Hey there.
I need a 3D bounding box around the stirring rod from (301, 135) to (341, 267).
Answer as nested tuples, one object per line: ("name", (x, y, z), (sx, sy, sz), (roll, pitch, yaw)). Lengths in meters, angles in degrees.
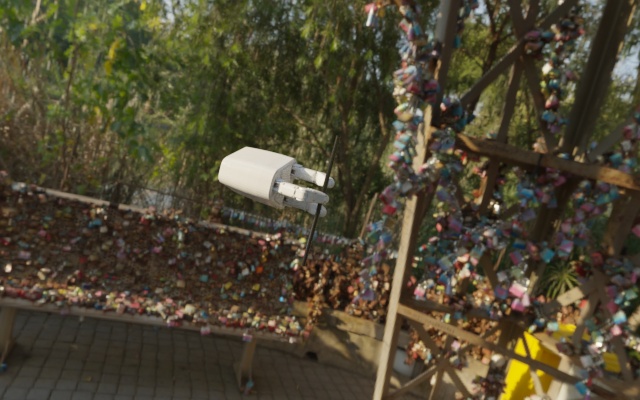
("stirring rod", (0.000, 0.003, 0.846), (0.011, 0.239, 0.011), (15, 8, -2))
